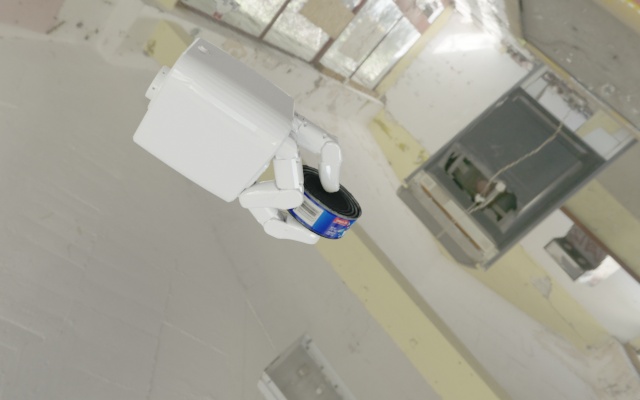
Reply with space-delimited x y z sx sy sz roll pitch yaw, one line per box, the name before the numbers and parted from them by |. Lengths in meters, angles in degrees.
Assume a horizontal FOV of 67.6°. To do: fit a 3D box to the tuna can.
tuna can | 0.000 0.002 0.510 0.086 0.034 0.086 32 22 -14
